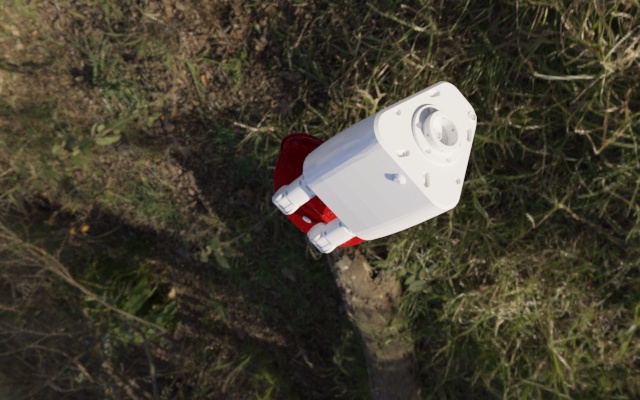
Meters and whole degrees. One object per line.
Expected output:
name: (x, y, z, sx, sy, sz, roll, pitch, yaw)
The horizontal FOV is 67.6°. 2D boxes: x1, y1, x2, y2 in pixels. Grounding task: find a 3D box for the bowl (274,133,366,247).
bowl: (0.000, 0.002, 0.545, 0.055, 0.162, 0.162, -48, 22, -21)
